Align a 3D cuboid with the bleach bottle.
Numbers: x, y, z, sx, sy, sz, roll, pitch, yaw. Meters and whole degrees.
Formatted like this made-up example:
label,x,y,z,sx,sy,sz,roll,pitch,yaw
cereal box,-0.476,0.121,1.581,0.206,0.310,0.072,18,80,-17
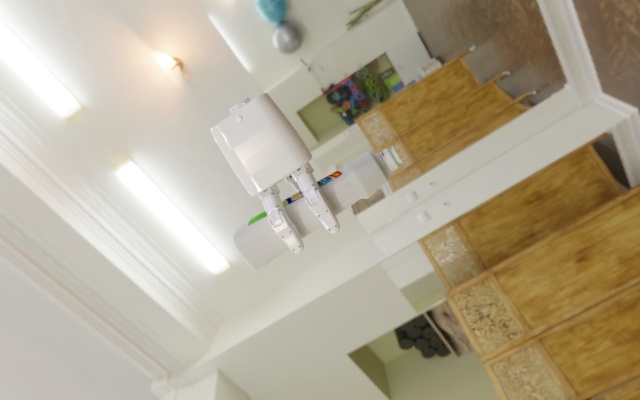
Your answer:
label,x,y,z,sx,sy,sz,roll,pitch,yaw
bleach bottle,0.000,0.002,0.672,0.251,0.068,0.102,-32,8,10
